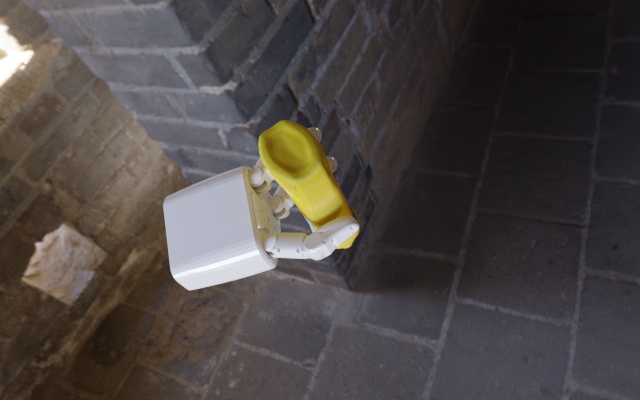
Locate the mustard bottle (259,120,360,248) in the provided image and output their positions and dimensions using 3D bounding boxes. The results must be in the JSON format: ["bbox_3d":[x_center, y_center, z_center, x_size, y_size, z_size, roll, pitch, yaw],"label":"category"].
[{"bbox_3d":[0.000,0.001,0.540,0.096,0.058,0.192,50,-6,40],"label":"mustard bottle"}]
